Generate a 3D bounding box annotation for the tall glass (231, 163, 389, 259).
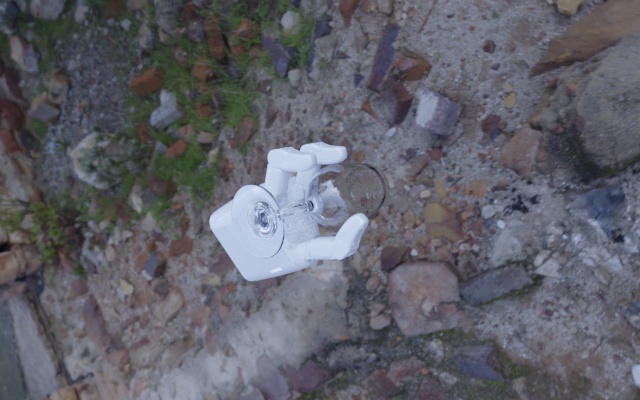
[{"bbox_3d":[0.000,0.002,0.537,0.079,0.079,0.201,0,11,40],"label":"tall glass"}]
